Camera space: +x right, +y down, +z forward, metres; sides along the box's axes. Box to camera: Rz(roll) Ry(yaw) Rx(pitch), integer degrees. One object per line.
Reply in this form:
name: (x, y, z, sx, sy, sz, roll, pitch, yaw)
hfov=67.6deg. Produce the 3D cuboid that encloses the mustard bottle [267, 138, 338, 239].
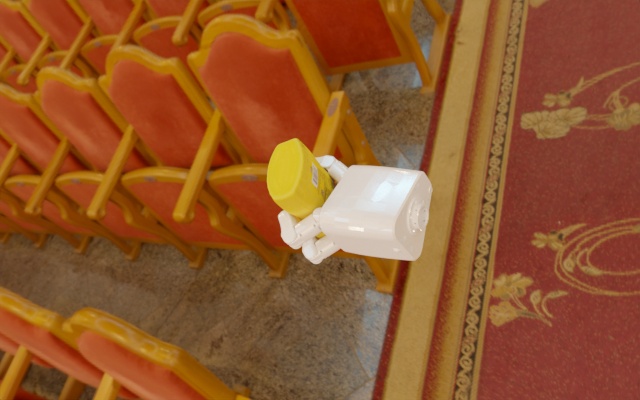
mustard bottle: (0.000, 0.002, 0.681, 0.058, 0.096, 0.192, -18, -38, 24)
